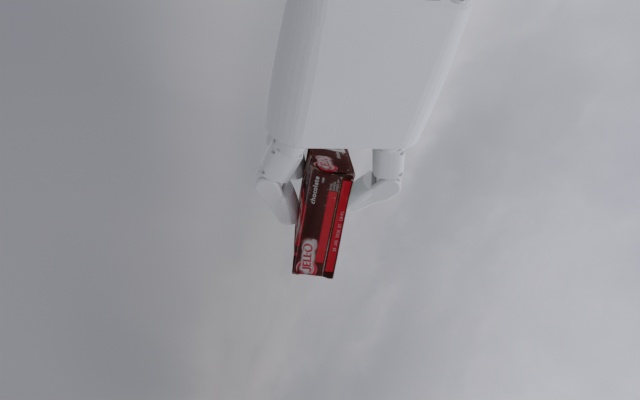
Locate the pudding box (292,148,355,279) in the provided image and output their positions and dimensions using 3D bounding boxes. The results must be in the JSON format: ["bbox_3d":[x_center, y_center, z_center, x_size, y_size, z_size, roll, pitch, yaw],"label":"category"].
[{"bbox_3d":[0.000,0.001,0.412,0.039,0.090,0.113,11,19,-3],"label":"pudding box"}]
